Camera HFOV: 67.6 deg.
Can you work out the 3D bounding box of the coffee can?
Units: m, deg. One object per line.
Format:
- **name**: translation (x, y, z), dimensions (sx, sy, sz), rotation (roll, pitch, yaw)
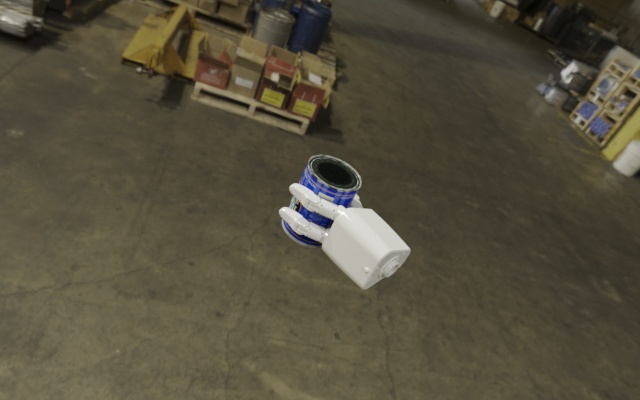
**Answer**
- **coffee can**: translation (0.000, 0.003, 0.871), dimensions (0.103, 0.140, 0.102), rotation (18, 34, -13)
